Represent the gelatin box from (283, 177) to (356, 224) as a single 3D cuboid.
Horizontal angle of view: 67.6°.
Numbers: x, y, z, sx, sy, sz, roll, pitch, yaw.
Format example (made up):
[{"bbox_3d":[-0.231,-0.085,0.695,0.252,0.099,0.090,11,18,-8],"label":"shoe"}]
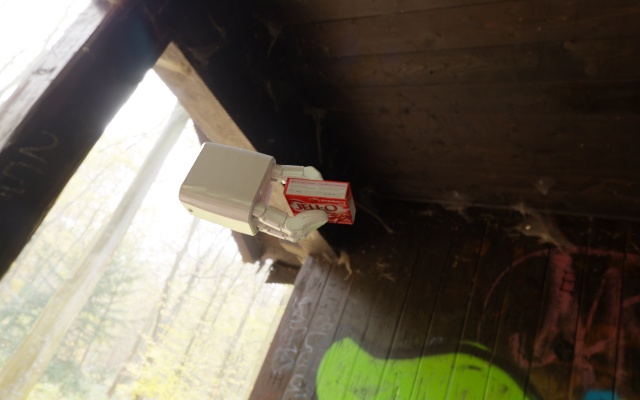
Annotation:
[{"bbox_3d":[0.001,0.002,0.657,0.089,0.030,0.073,5,-28,14],"label":"gelatin box"}]
